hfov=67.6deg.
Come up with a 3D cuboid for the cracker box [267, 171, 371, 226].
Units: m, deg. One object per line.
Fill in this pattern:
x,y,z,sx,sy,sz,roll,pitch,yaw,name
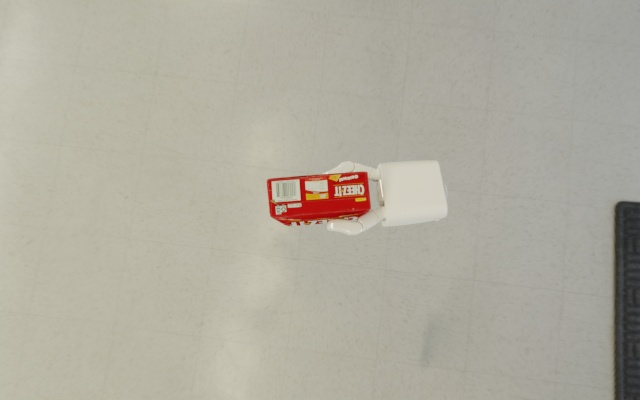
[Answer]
0.000,0.003,0.857,0.164,0.072,0.214,-5,-7,1,cracker box
